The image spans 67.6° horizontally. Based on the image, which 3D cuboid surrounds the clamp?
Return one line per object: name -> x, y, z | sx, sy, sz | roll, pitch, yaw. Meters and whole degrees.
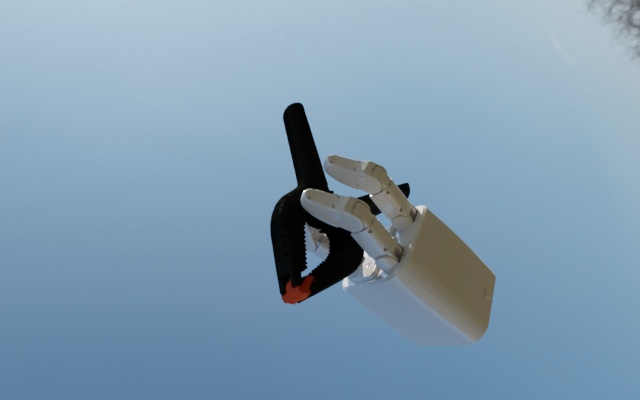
clamp -> 0.000, 0.002, 0.455 | 0.036, 0.164, 0.210 | -43, 11, 44
